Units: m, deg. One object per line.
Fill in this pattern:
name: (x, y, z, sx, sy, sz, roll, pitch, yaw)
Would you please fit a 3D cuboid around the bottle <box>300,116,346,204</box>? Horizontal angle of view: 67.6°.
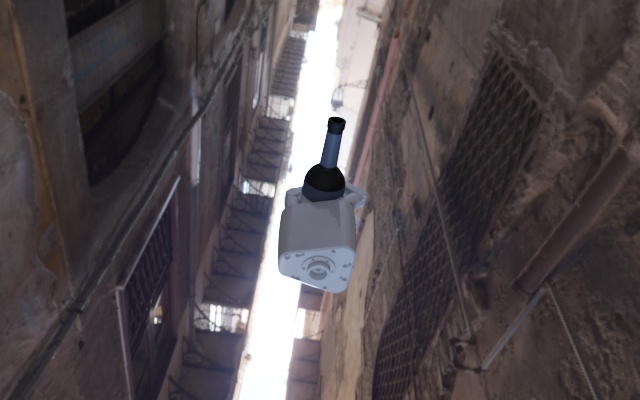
bottle: (0.000, 0.003, 0.767, 0.069, 0.296, 0.069, 8, 36, -5)
